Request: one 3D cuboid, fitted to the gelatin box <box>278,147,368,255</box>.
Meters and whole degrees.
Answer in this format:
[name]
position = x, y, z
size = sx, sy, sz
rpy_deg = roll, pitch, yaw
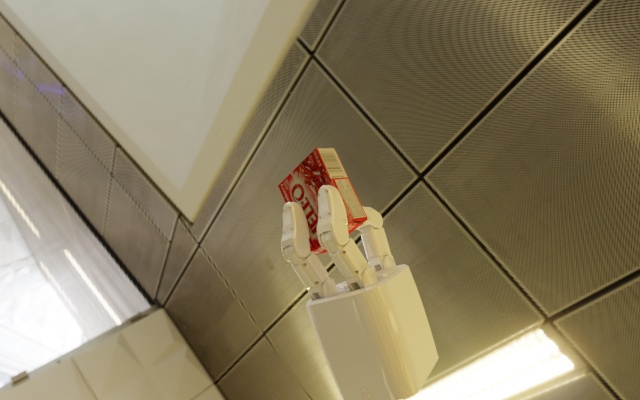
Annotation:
[gelatin box]
position = 0.000, 0.001, 0.493
size = 0.030, 0.089, 0.073
rpy_deg = -4, -28, -44
